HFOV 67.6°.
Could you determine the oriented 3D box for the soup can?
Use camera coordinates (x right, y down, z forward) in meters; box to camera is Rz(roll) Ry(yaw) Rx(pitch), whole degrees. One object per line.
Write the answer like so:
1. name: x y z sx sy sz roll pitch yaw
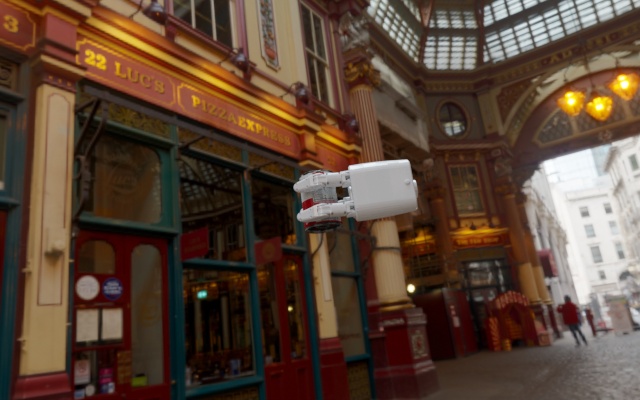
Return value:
1. soup can: 0.000 0.003 0.866 0.068 0.102 0.068 -7 -16 -2
